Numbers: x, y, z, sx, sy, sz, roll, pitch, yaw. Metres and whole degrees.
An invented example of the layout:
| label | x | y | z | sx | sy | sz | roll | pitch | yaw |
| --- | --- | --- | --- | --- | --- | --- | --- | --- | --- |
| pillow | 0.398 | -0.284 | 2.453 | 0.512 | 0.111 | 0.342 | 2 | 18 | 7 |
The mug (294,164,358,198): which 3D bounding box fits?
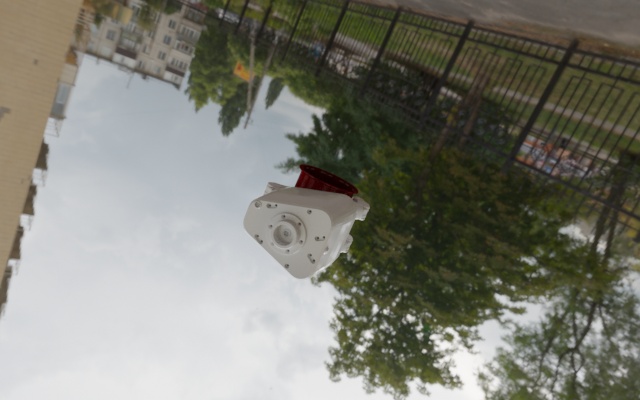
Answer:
| label | x | y | z | sx | sy | sz | roll | pitch | yaw |
| --- | --- | --- | --- | --- | --- | --- | --- | --- | --- |
| mug | 0.000 | 0.002 | 0.708 | 0.093 | 0.081 | 0.117 | 28 | 13 | 14 |
